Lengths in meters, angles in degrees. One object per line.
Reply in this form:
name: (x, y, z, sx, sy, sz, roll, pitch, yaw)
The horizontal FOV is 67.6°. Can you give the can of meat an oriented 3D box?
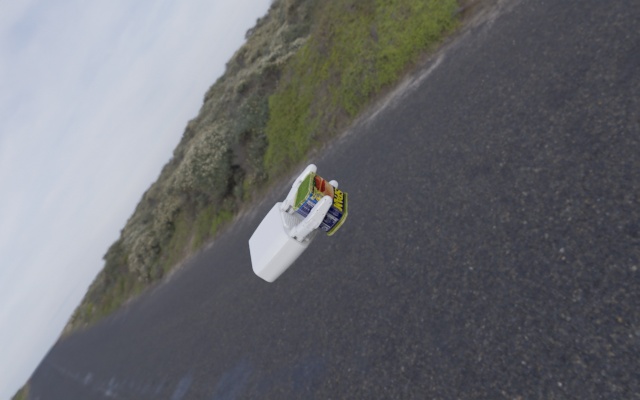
can of meat: (0.000, 0.003, 0.877, 0.084, 0.057, 0.102, 34, 27, -15)
